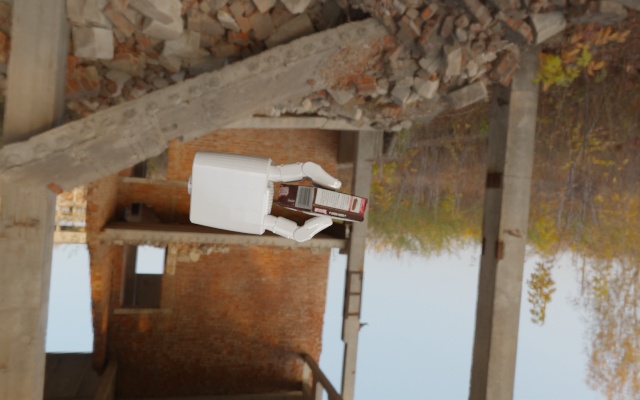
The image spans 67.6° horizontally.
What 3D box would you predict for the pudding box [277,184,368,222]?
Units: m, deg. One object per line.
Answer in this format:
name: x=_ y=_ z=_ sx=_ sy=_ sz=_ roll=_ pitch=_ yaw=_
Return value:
pudding box: x=0.000 y=0.002 z=0.695 sx=0.090 sy=0.039 sz=0.113 roll=11 pitch=0 yaw=-29
